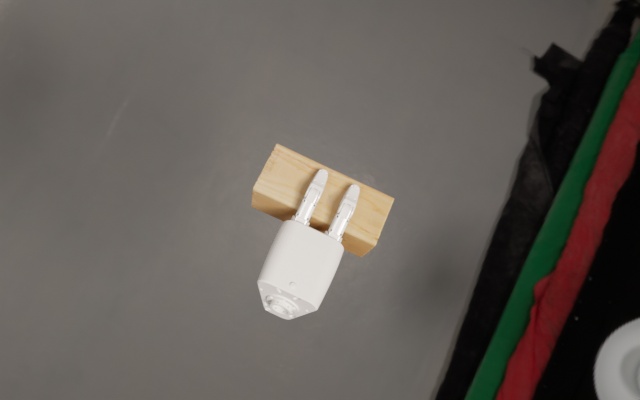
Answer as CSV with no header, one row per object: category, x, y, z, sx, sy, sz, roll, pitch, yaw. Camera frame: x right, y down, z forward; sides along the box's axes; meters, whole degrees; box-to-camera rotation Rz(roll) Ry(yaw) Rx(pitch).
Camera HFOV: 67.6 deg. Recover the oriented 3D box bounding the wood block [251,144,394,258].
wood block,0.000,0.003,0.779,0.206,0.090,0.091,25,-21,-1
